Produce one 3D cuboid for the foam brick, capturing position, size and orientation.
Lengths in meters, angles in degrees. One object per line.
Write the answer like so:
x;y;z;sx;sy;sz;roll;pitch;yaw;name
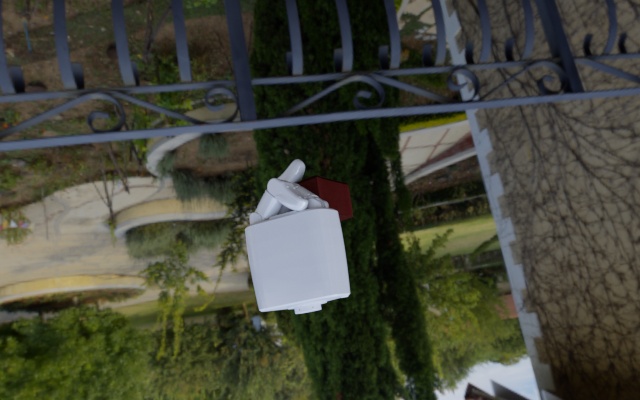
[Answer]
0.000;0.002;0.653;0.053;0.051;0.078;-20;-18;34;foam brick
